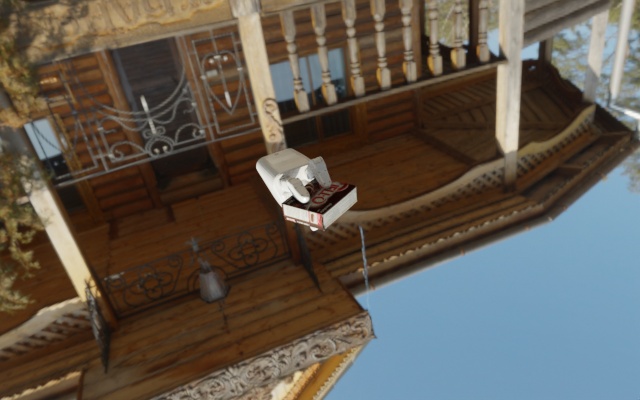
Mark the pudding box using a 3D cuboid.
[{"bbox_3d":[0.000,0.003,0.854,0.090,0.039,0.113,13,38,33],"label":"pudding box"}]
